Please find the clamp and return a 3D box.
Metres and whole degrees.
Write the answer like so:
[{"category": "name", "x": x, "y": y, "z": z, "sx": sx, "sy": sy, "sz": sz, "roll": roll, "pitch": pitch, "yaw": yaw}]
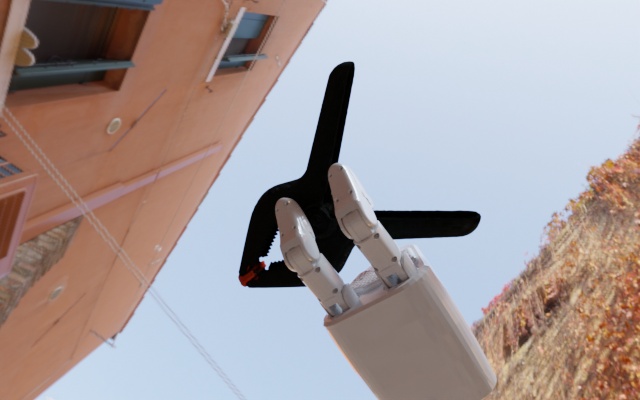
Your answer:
[{"category": "clamp", "x": 0.000, "y": 0.002, "z": 0.403, "sx": 0.210, "sy": 0.164, "sz": 0.036, "roll": -33, "pitch": 0, "yaw": 23}]
